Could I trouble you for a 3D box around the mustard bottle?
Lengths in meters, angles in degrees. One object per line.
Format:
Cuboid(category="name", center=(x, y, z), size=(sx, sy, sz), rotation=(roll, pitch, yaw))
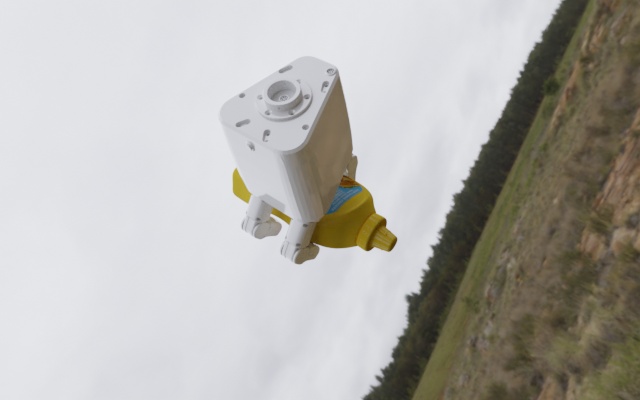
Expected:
Cuboid(category="mustard bottle", center=(0.000, 0.002, 0.531), size=(0.191, 0.058, 0.096), rotation=(30, 42, 25))
